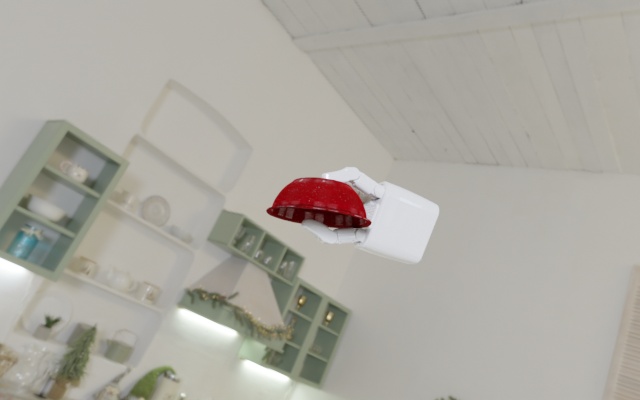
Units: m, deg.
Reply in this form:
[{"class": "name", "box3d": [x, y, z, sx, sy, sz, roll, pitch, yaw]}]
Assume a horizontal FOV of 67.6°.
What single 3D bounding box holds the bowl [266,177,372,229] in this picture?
[{"class": "bowl", "box3d": [-0.001, 0.002, 0.731, 0.162, 0.055, 0.162, 6, -11, 1]}]
